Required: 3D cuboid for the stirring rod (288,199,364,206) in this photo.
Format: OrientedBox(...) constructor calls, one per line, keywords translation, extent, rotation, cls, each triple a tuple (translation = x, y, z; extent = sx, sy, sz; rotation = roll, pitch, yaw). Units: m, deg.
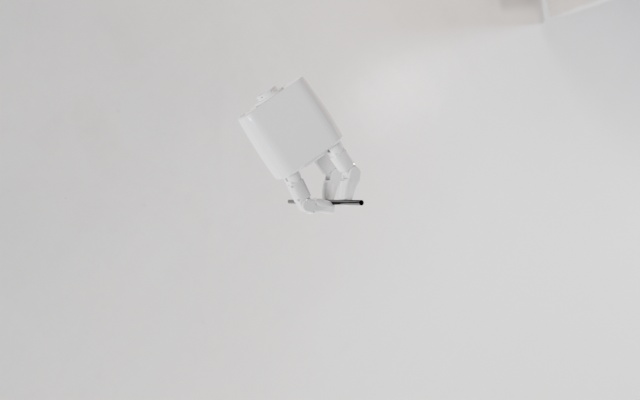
OrientedBox(translation=(0.000, 0.002, 0.765), extent=(0.011, 0.011, 0.239), rotation=(0, 0, -28), cls="stirring rod")
